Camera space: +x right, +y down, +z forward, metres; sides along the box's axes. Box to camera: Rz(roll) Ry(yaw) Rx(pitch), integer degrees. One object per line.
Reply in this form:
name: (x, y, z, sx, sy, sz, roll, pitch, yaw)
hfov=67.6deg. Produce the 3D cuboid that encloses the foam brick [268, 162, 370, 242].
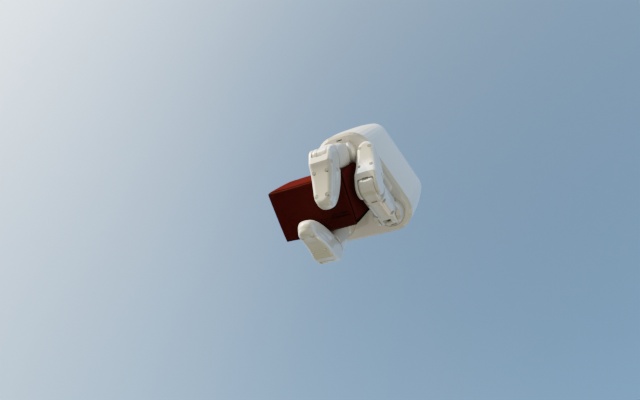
foam brick: (0.000, 0.002, 0.467, 0.078, 0.053, 0.051, -15, 10, 22)
